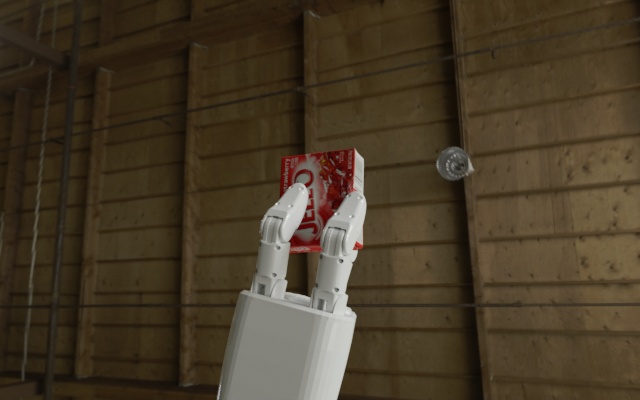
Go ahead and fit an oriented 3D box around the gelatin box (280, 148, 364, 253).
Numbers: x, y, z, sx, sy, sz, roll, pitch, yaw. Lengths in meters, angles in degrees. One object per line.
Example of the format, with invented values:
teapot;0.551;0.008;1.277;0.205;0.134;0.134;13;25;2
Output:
gelatin box;0.000;0.001;0.431;0.073;0.089;0.030;-5;-19;22
